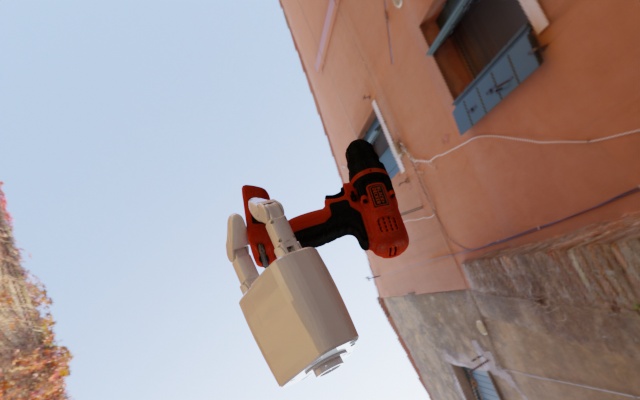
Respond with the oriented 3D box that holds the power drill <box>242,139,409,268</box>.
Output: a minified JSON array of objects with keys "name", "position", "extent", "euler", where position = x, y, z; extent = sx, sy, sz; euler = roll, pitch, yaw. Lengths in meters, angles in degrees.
[{"name":"power drill","position":[0.000,0.002,0.594],"extent":[0.187,0.184,0.057],"euler":[-12,-42,-2]}]
